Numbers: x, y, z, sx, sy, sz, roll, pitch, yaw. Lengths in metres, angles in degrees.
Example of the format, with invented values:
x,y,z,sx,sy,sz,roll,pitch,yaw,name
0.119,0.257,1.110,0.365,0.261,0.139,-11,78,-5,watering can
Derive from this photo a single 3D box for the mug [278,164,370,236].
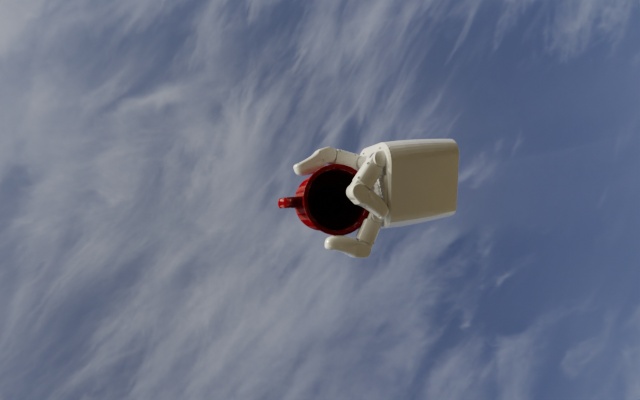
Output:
x,y,z,sx,sy,sz,roll,pitch,yaw,name
-0.001,0.002,0.648,0.117,0.093,0.081,-5,-1,-17,mug
